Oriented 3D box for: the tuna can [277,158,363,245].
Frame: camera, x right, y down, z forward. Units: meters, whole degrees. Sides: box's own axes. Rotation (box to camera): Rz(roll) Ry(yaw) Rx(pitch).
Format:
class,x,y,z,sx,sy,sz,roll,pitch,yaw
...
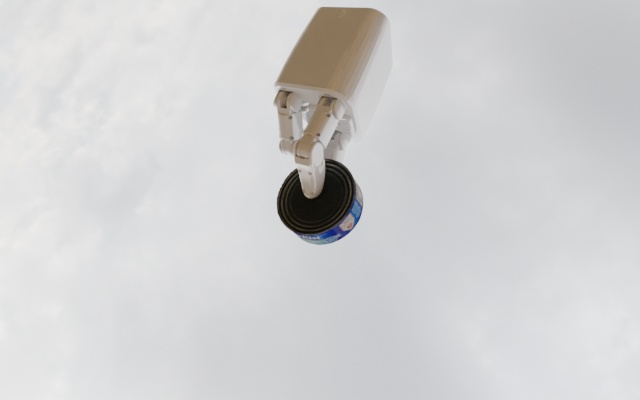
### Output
class,x,y,z,sx,sy,sz,roll,pitch,yaw
tuna can,0.000,0.002,0.494,0.086,0.086,0.034,0,-25,24
